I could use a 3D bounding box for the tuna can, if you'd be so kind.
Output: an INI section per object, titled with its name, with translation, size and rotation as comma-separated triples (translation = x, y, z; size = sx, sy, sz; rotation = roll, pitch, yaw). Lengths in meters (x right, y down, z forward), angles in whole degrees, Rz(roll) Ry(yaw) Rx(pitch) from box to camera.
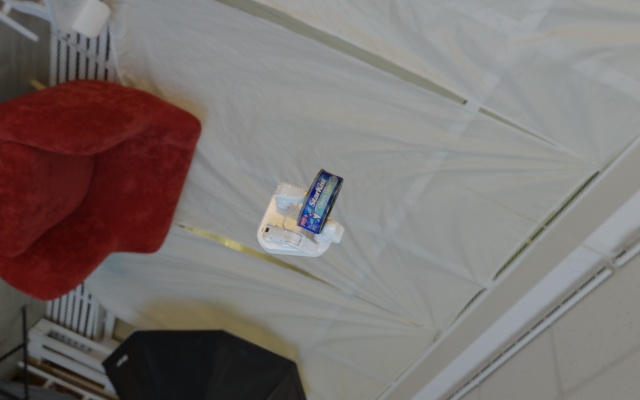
[tuna can]
translation = 0.001, 0.002, 0.648
size = 0.034, 0.086, 0.086
rotation = 24, 2, 5
